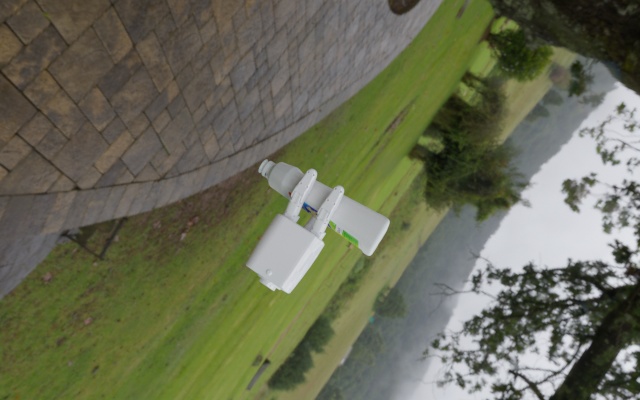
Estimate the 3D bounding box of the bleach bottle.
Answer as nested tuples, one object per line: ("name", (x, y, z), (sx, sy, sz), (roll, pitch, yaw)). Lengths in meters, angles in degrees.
("bleach bottle", (0.000, 0.003, 0.860), (0.251, 0.068, 0.102), (31, -12, 11))
